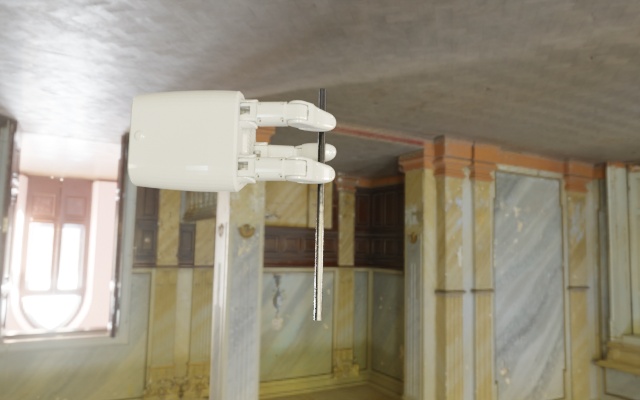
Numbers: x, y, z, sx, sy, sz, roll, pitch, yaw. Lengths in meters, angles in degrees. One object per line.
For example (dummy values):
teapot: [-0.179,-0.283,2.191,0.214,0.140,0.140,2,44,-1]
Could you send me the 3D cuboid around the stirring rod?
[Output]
stirring rod: [0.000,0.002,0.497,0.011,0.239,0.011,1,-5,0]
